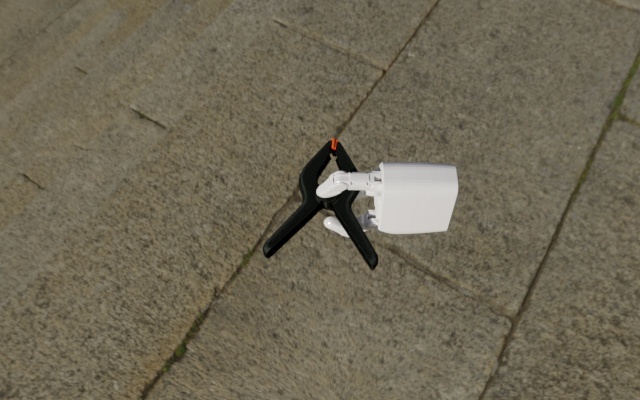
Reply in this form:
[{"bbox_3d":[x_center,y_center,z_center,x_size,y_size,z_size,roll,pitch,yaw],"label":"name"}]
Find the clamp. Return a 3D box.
[{"bbox_3d":[0.000,0.001,0.714,0.164,0.210,0.036,0,-26,1],"label":"clamp"}]
